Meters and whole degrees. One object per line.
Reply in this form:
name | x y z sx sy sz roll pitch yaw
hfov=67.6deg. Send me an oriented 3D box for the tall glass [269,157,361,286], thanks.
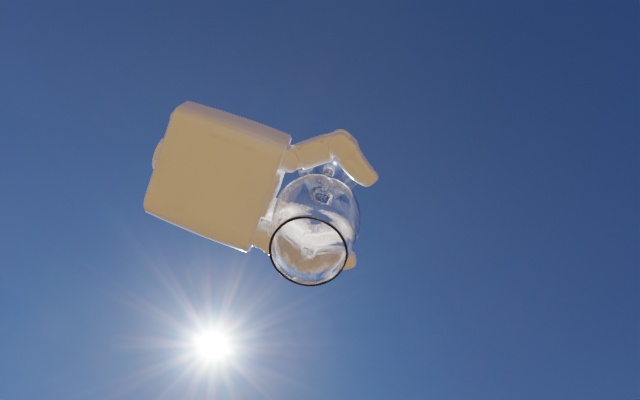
tall glass | 0.000 0.001 0.458 0.079 0.079 0.201 0 23 6
